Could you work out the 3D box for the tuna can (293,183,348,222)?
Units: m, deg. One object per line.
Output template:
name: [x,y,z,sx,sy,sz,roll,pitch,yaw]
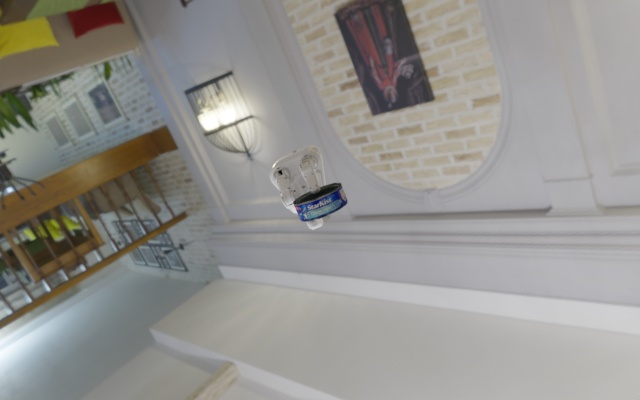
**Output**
tuna can: [0.000,0.003,0.782,0.086,0.034,0.086,-21,11,4]
